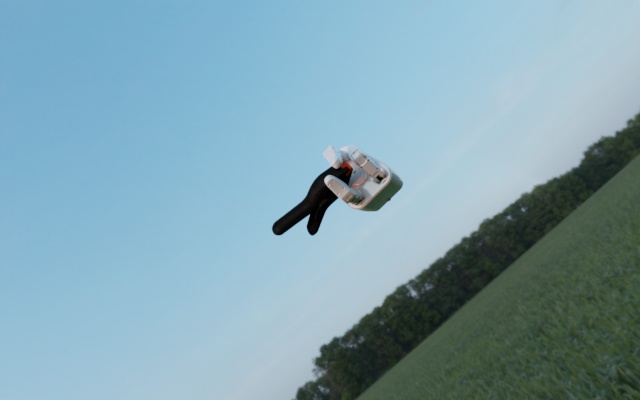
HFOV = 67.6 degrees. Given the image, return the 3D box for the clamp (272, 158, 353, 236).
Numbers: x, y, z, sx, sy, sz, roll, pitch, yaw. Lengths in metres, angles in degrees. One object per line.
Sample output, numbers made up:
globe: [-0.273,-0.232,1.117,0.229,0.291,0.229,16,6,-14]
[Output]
clamp: [0.000,0.002,0.837,0.171,0.039,0.120,-45,-20,13]
